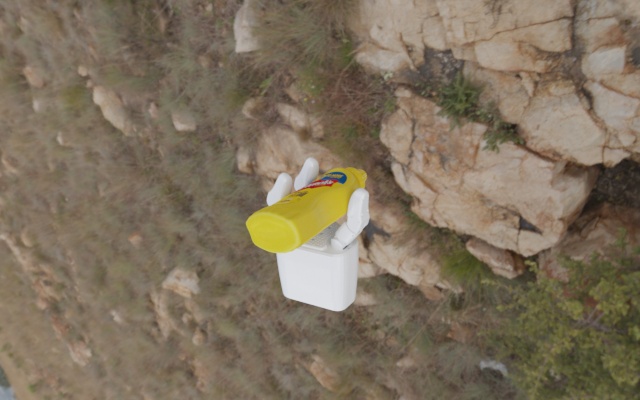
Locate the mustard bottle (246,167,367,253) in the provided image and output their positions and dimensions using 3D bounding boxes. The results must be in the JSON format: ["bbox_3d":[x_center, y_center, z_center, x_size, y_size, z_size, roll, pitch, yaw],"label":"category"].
[{"bbox_3d":[0.000,0.002,0.636,0.096,0.058,0.191,-7,19,47],"label":"mustard bottle"}]
